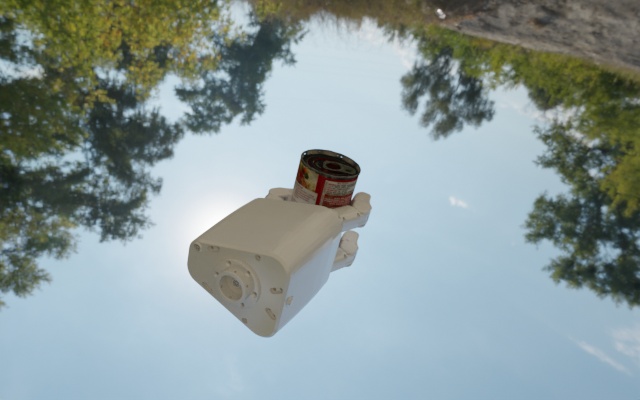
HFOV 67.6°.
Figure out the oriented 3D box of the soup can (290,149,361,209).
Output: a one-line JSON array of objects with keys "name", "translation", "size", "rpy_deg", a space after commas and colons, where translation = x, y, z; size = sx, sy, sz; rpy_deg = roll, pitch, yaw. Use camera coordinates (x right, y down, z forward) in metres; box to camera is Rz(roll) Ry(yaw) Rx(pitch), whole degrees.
[{"name": "soup can", "translation": [0.000, 0.002, 0.543], "size": [0.068, 0.102, 0.068], "rpy_deg": [12, 27, -6]}]
